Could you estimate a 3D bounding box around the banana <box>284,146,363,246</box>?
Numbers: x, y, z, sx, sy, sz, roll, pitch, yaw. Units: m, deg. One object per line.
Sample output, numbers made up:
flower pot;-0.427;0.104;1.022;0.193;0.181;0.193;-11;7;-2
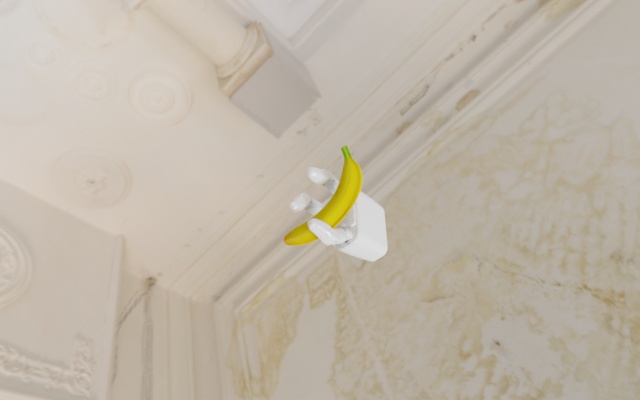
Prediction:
banana;0.014;0.010;0.791;0.069;0.198;0.037;41;14;32
